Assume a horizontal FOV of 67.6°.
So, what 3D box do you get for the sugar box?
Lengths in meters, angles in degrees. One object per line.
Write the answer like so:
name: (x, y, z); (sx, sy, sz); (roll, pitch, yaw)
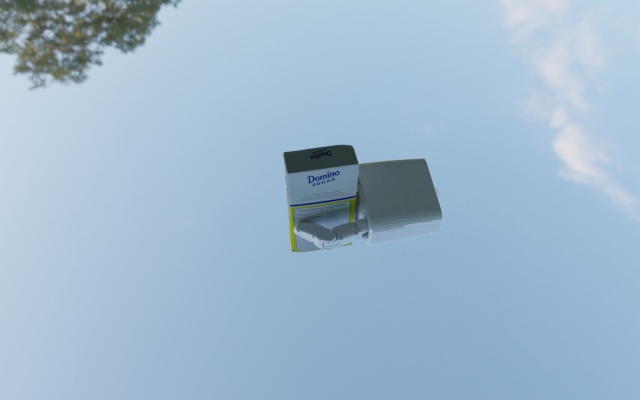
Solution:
sugar box: (0.000, 0.002, 0.661); (0.093, 0.048, 0.176); (-8, -42, -7)
